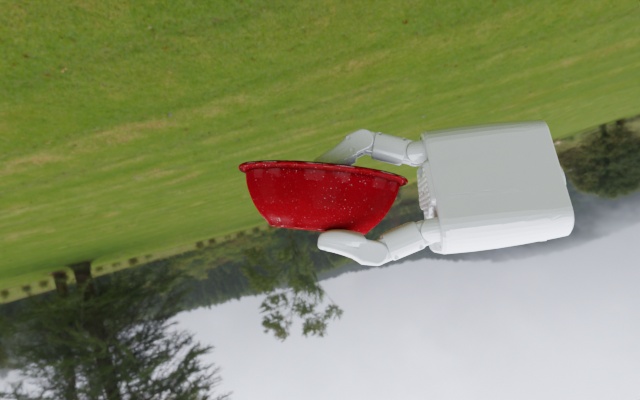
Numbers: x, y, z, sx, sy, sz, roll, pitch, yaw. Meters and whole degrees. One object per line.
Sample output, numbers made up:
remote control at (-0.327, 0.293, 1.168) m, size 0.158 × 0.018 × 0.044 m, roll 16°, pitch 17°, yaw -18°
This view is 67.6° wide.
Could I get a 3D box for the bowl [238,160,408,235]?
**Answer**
bowl at (-0.001, 0.002, 0.456) m, size 0.162 × 0.055 × 0.162 m, roll 5°, pitch -4°, yaw 0°
